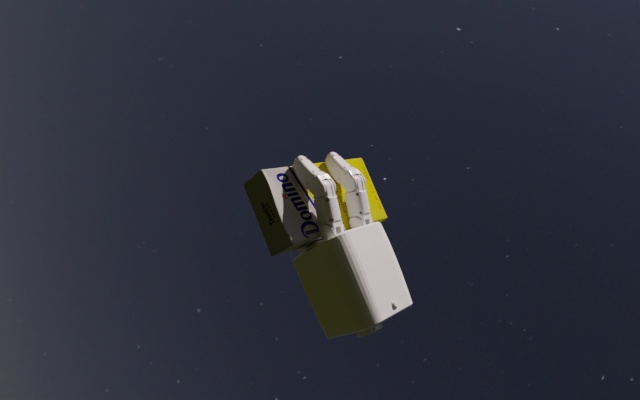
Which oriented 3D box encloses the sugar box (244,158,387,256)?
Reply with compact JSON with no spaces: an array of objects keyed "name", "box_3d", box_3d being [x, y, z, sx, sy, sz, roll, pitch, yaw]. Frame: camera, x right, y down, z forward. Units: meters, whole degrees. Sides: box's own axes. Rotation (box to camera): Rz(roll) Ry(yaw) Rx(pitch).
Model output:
[{"name":"sugar box","box_3d":[0.001,0.002,0.586,0.176,0.093,0.048,-12,-15,-48]}]
